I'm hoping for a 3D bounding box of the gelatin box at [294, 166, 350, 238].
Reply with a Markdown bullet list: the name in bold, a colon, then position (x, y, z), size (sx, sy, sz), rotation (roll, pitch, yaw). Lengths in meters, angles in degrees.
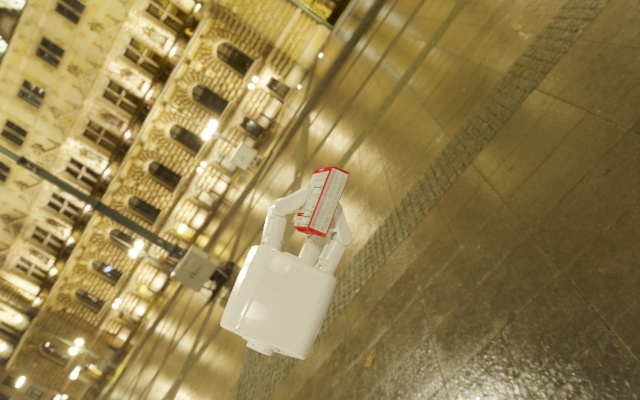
- **gelatin box**: position (0.000, 0.002, 0.625), size (0.030, 0.089, 0.073), rotation (22, -8, -16)
